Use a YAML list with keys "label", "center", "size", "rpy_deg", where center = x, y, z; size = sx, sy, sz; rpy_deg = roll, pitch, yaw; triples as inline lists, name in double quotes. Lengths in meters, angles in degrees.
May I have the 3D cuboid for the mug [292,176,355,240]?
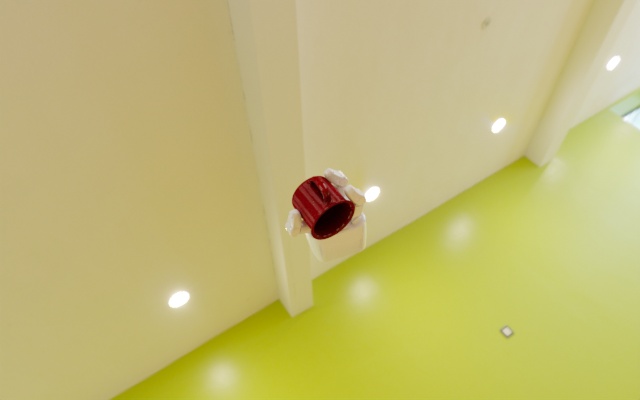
- label: "mug"
  center: [0.000, 0.002, 0.848]
  size: [0.093, 0.081, 0.117]
  rpy_deg: [-30, -34, -15]
